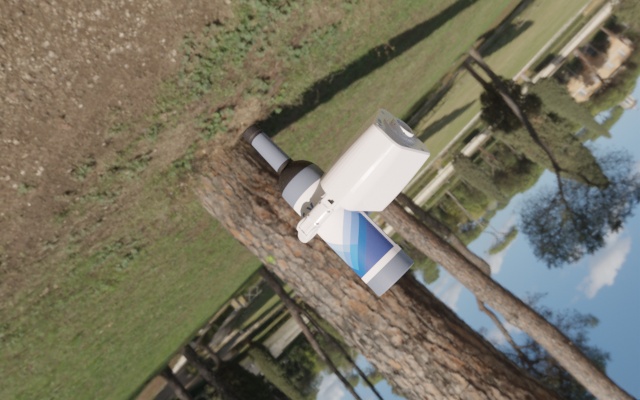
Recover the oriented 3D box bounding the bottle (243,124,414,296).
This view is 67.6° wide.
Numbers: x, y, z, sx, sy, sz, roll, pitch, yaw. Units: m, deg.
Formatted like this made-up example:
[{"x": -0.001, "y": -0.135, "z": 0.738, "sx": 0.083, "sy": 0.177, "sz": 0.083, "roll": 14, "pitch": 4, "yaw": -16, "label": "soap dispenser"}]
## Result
[{"x": 0.000, "y": 0.002, "z": 0.663, "sx": 0.295, "sy": 0.069, "sz": 0.069, "roll": 45, "pitch": 10, "yaw": 10, "label": "bottle"}]
